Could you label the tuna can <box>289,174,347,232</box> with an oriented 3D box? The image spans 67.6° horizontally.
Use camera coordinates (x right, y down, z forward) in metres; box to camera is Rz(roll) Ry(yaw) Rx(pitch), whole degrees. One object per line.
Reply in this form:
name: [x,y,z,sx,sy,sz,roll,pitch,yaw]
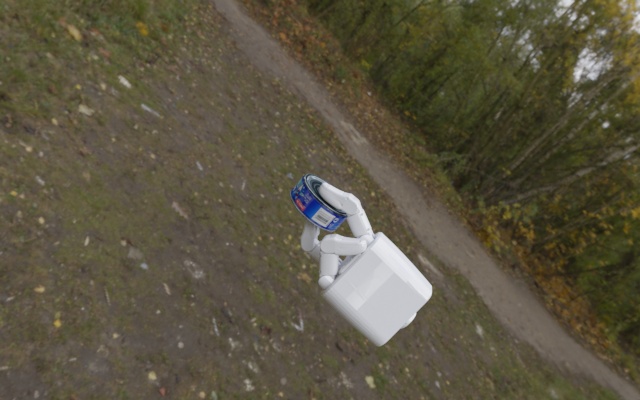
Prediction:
tuna can: [0.000,0.002,0.673,0.034,0.086,0.086,-48,-21,20]
